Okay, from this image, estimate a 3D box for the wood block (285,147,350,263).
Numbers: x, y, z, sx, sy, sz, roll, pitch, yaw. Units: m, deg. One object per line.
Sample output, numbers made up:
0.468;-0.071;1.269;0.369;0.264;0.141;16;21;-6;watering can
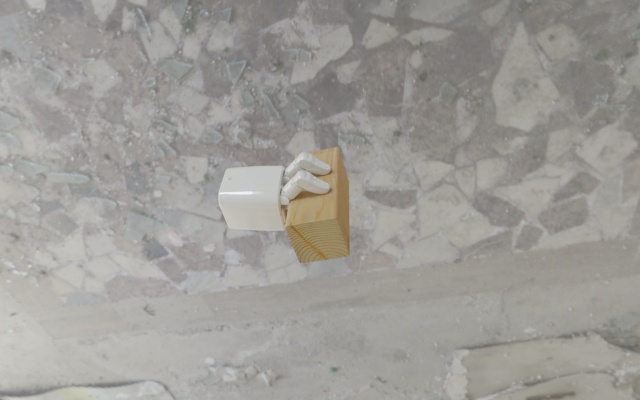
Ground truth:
0.000;0.003;0.859;0.090;0.091;0.206;-10;38;11;wood block
